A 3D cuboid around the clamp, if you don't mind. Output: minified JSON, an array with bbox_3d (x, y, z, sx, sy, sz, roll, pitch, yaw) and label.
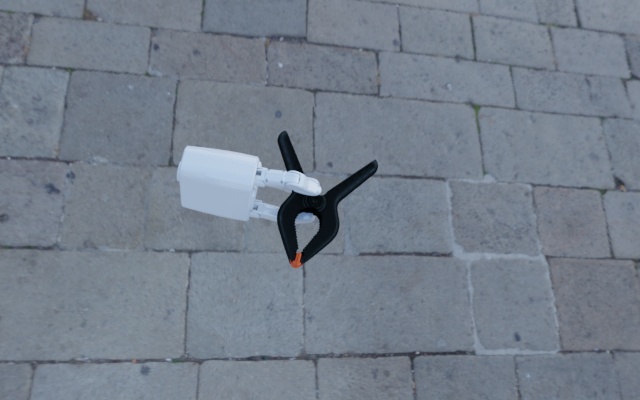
[{"bbox_3d":[0.000,0.003,0.728,0.164,0.210,0.036,10,-20,-5],"label":"clamp"}]
